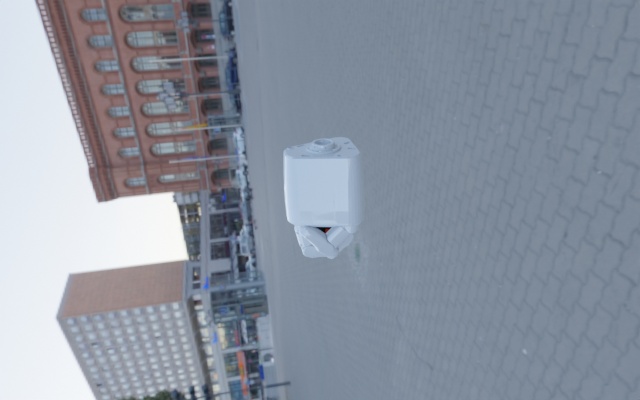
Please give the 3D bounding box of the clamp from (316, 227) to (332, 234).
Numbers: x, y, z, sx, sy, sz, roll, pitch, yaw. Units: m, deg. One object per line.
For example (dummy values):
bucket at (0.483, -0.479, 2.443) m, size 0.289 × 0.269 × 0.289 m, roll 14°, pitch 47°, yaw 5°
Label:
clamp at (0.000, 0.003, 0.807) m, size 0.039 × 0.120 × 0.171 m, roll -8°, pitch 25°, yaw -9°
